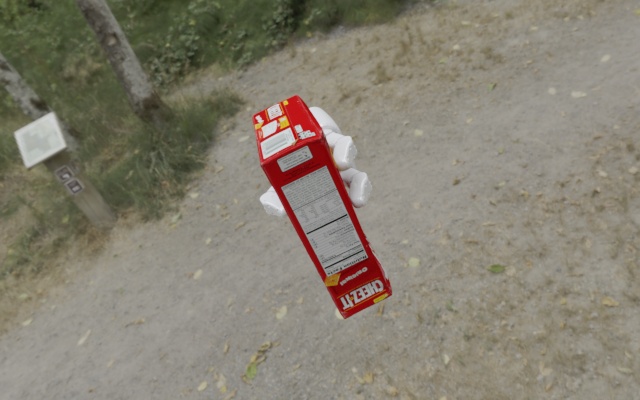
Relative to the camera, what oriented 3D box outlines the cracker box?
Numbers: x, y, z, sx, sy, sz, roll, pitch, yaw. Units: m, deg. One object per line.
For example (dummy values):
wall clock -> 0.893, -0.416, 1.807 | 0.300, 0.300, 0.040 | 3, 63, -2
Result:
cracker box -> 0.000, 0.002, 0.556 | 0.072, 0.214, 0.164 | -26, 28, 1
